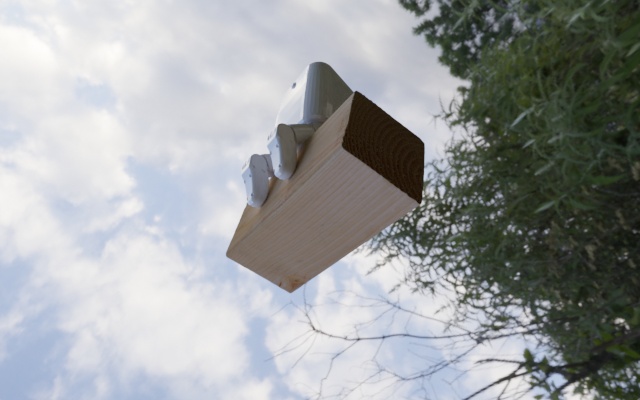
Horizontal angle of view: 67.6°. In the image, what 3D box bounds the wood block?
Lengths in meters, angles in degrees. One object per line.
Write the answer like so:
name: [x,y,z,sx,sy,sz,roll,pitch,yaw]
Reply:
wood block: [0.000,0.002,0.488,0.091,0.090,0.206,33,-47,-18]
